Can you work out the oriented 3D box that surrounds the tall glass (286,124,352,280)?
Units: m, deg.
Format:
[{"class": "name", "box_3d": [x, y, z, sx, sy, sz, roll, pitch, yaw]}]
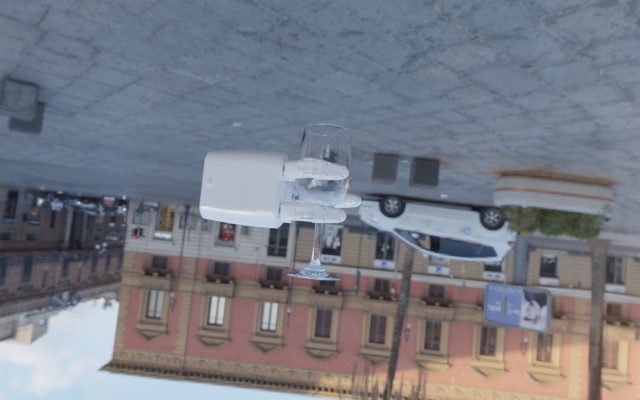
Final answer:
[{"class": "tall glass", "box_3d": [0.000, 0.003, 0.642, 0.079, 0.201, 0.079, 5, -4, 0]}]
